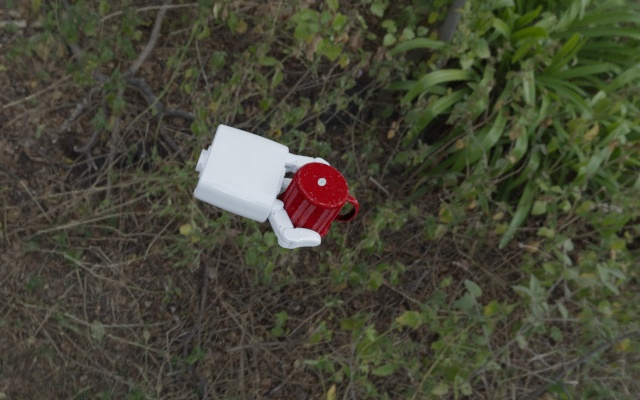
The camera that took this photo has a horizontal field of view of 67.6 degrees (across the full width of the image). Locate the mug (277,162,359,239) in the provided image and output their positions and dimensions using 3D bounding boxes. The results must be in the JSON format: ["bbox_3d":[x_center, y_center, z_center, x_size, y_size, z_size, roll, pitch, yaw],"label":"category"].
[{"bbox_3d":[0.002,0.003,0.694,0.117,0.093,0.081,19,-41,-14],"label":"mug"}]
